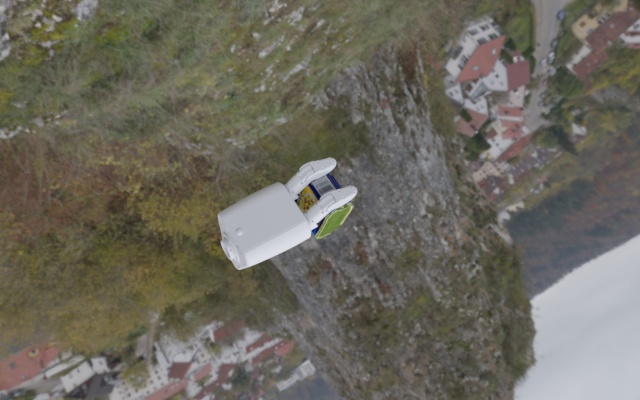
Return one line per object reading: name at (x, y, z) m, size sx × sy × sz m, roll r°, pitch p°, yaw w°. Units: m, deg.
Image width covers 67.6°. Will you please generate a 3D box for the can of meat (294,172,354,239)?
can of meat at (0.000, 0.003, 0.759) m, size 0.057 × 0.084 × 0.102 m, roll -25°, pitch -19°, yaw -26°
